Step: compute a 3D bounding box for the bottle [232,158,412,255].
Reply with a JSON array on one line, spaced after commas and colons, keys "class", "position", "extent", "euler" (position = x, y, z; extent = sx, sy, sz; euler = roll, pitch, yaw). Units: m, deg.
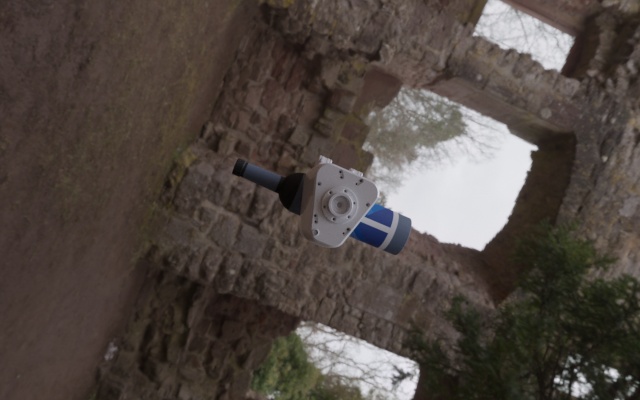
[{"class": "bottle", "position": [0.000, 0.003, 0.769], "extent": [0.296, 0.069, 0.069], "euler": [23, -3, -7]}]
